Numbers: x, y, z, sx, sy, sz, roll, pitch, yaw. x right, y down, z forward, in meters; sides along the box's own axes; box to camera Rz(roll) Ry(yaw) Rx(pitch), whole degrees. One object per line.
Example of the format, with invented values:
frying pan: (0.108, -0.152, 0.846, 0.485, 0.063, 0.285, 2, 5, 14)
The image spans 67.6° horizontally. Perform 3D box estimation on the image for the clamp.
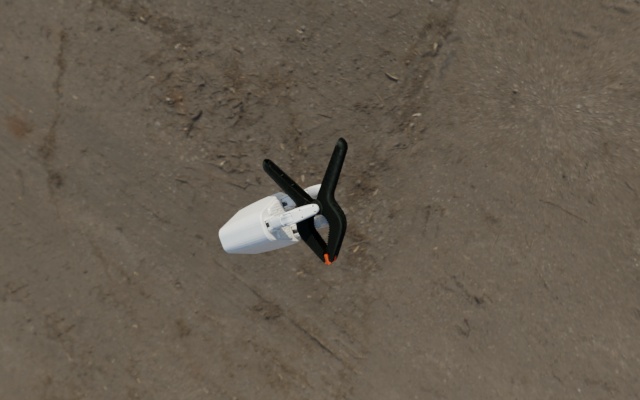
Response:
clamp: (0.000, 0.003, 0.808, 0.164, 0.210, 0.036, -20, 1, 30)
